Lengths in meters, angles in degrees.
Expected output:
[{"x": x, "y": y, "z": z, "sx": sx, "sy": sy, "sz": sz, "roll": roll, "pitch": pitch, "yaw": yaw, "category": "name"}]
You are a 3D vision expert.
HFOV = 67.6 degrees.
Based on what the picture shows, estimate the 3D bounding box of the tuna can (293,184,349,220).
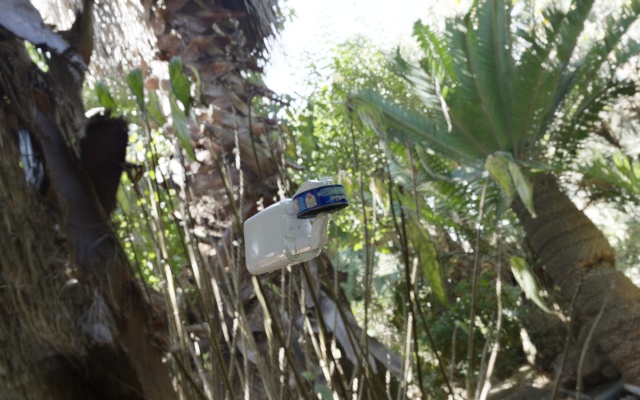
[{"x": 0.000, "y": 0.002, "z": 0.758, "sx": 0.086, "sy": 0.033, "sz": 0.086, "roll": -14, "pitch": -10, "yaw": -2, "category": "tuna can"}]
